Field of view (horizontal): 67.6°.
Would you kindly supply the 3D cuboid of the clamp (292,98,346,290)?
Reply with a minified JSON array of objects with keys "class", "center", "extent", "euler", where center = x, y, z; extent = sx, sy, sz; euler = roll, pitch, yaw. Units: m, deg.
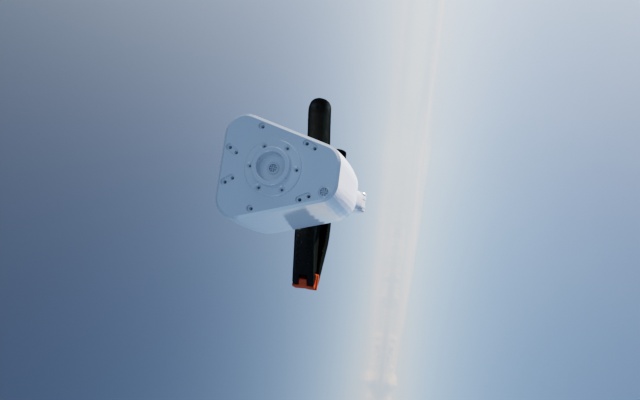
[{"class":"clamp","center":[0.001,0.002,0.582],"extent":[0.036,0.210,0.164],"euler":[6,-7,13]}]
